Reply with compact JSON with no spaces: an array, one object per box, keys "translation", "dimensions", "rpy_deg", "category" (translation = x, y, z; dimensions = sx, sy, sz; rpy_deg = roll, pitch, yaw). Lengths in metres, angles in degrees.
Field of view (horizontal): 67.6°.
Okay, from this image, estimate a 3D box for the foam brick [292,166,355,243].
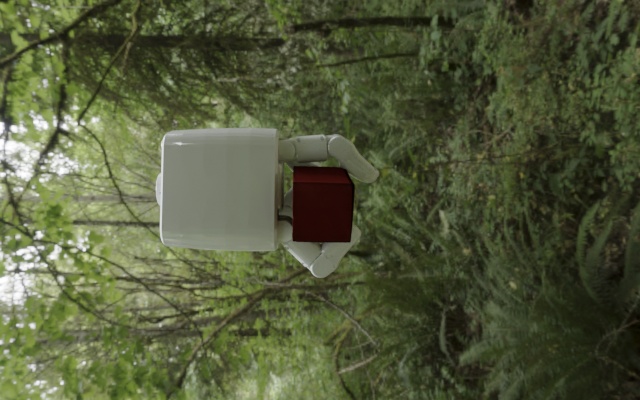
[{"translation":[0.000,0.001,0.429],"dimensions":[0.051,0.053,0.078],"rpy_deg":[2,14,-3],"category":"foam brick"}]
